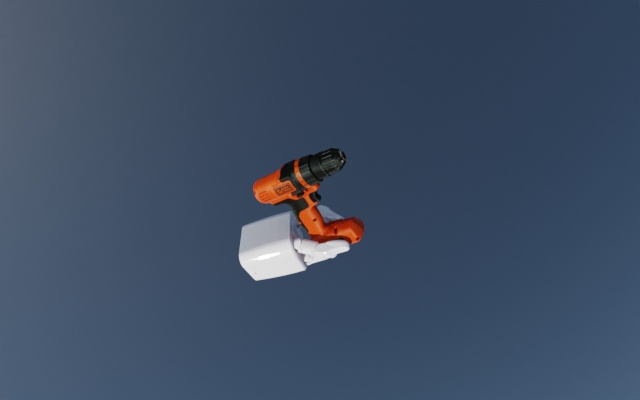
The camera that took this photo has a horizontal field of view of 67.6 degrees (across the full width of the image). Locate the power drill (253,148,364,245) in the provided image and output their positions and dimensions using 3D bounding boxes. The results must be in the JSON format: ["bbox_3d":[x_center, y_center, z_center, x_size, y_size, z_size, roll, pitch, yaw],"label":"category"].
[{"bbox_3d":[0.000,0.003,0.848,0.184,0.188,0.057,-20,32,30],"label":"power drill"}]
